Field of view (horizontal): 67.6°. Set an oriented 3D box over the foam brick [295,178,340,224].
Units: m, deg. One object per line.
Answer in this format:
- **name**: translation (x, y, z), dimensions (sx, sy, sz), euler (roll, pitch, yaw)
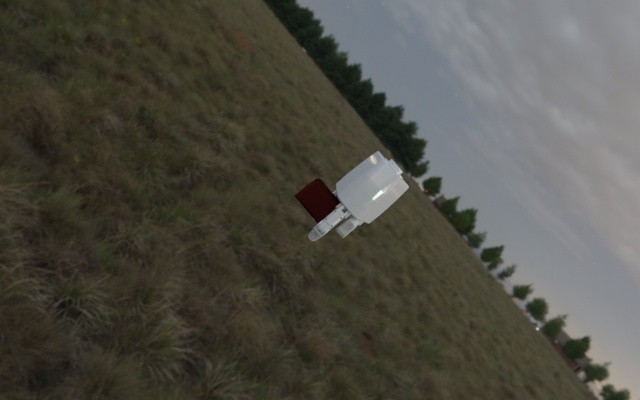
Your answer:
- **foam brick**: translation (0.000, 0.003, 0.898), dimensions (0.051, 0.078, 0.053), euler (-41, -4, 11)
